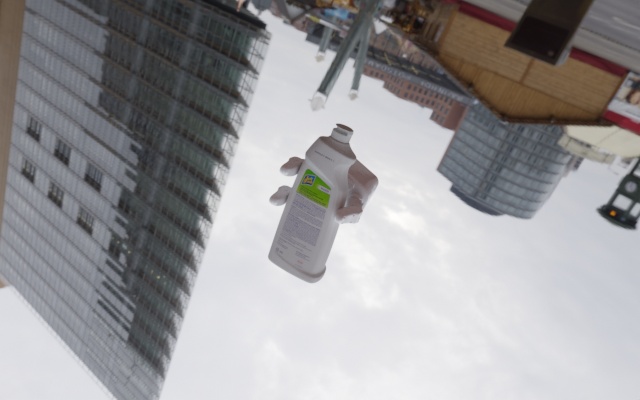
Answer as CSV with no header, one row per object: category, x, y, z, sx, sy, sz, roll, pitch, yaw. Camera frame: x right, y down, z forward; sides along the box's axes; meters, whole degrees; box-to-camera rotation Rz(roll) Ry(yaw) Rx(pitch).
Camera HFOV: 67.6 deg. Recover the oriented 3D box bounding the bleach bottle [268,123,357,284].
bleach bottle,0.000,0.002,0.755,0.102,0.251,0.068,27,23,11
